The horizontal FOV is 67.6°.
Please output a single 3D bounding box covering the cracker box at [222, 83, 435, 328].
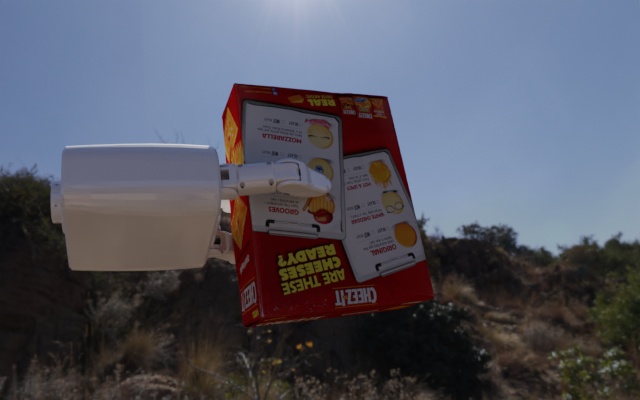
[{"bbox_3d":[0.000,0.001,0.454,0.164,0.213,0.072,-1,-21,-23],"label":"cracker box"}]
